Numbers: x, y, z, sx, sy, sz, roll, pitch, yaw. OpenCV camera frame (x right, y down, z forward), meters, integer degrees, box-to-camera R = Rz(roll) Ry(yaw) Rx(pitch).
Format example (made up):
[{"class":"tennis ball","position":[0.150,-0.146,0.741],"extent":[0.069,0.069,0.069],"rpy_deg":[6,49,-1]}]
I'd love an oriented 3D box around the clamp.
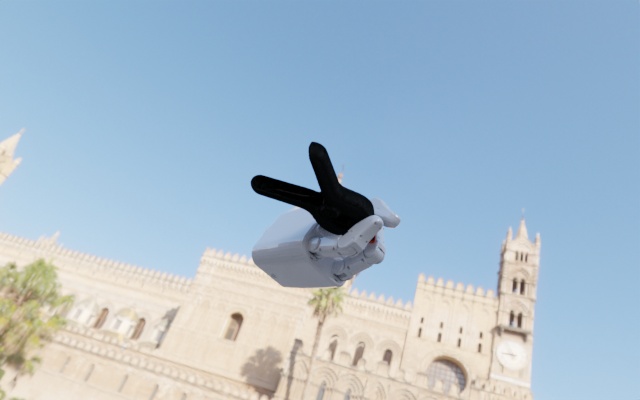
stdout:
[{"class":"clamp","position":[0.000,0.001,0.586],"extent":[0.120,0.039,0.171],"rpy_deg":[-11,-45,40]}]
